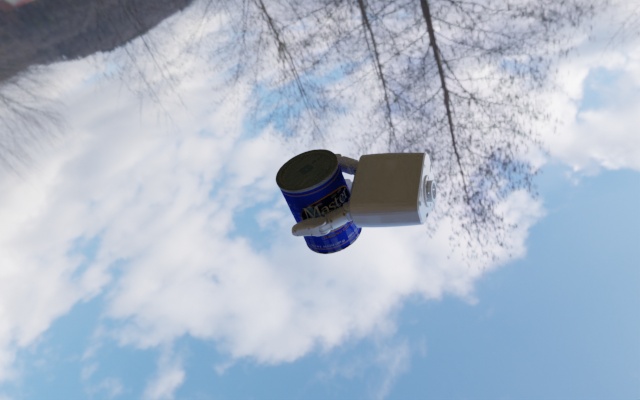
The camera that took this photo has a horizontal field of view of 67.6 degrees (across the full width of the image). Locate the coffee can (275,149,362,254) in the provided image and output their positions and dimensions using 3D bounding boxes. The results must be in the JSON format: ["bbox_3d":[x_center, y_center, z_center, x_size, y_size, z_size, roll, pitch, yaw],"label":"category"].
[{"bbox_3d":[0.000,0.002,0.777,0.103,0.140,0.102,-15,36,11],"label":"coffee can"}]
